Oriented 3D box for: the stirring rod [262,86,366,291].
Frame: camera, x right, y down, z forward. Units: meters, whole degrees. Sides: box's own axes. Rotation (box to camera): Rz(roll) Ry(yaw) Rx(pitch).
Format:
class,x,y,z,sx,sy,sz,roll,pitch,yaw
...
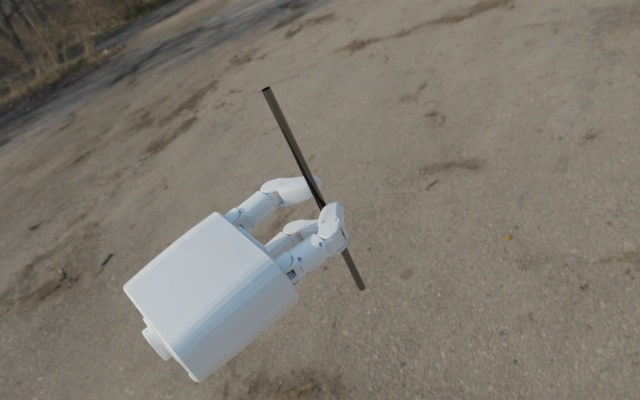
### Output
class,x,y,z,sx,sy,sz,roll,pitch,yaw
stirring rod,0.000,0.002,0.454,0.011,0.240,0.011,-18,32,12
